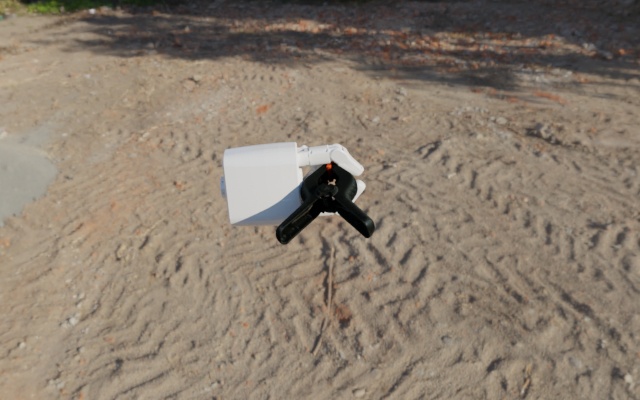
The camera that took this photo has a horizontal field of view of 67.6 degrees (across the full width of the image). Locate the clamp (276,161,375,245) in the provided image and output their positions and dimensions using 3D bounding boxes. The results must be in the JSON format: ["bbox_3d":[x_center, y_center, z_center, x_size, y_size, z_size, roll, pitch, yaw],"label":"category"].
[{"bbox_3d":[0.000,0.001,0.634,0.120,0.039,0.171,-5,30,-2],"label":"clamp"}]
